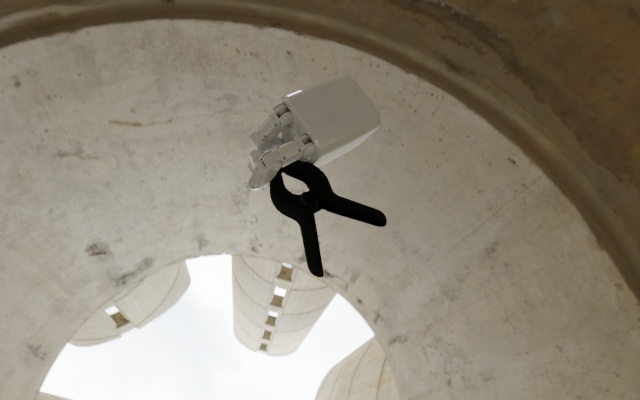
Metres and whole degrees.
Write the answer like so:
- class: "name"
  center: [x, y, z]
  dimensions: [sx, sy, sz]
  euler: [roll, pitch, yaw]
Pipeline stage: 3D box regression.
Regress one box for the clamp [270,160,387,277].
- class: "clamp"
  center: [0.000, 0.002, 0.615]
  dimensions: [0.120, 0.171, 0.039]
  euler: [-26, -19, -22]
